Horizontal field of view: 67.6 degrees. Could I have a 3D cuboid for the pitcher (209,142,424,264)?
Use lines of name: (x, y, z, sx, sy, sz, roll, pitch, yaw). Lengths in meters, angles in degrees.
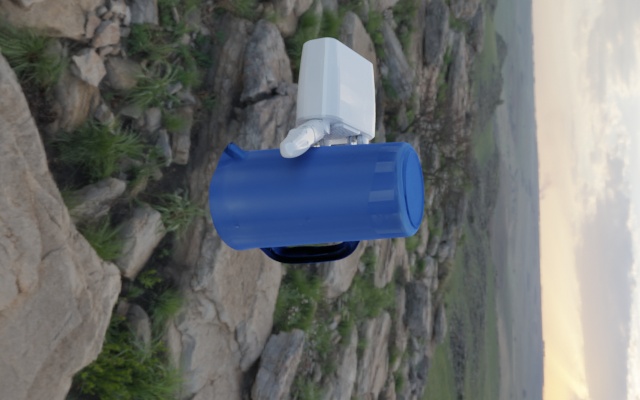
pitcher: (0.000, 0.002, 0.593, 0.243, 0.145, 0.149, -3, -12, 24)
